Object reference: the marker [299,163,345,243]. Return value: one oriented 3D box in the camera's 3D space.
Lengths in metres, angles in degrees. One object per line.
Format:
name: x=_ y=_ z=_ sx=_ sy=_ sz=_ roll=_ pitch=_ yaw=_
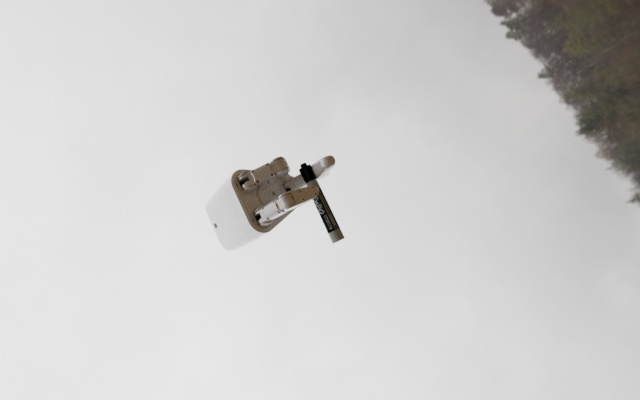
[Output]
marker: x=0.000 y=0.002 z=0.674 sx=0.020 sy=0.121 sz=0.020 roll=-25 pitch=-7 yaw=-3
